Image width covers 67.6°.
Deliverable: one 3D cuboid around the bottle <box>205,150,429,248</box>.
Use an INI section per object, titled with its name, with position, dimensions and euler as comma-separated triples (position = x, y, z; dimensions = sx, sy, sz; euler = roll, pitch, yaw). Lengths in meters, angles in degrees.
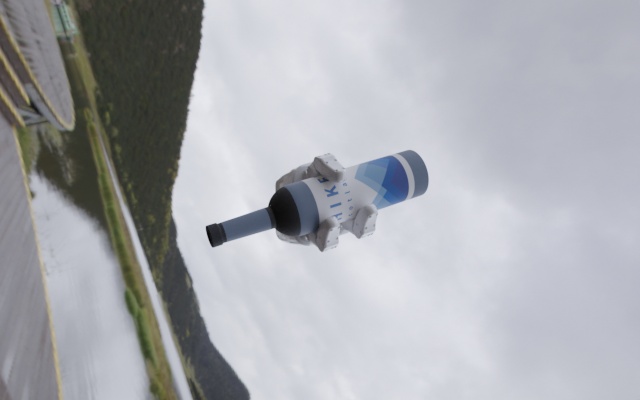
[bottle]
position = 0.000, 0.002, 0.612
dimensions = 0.295, 0.069, 0.069
euler = -17, 6, -21
